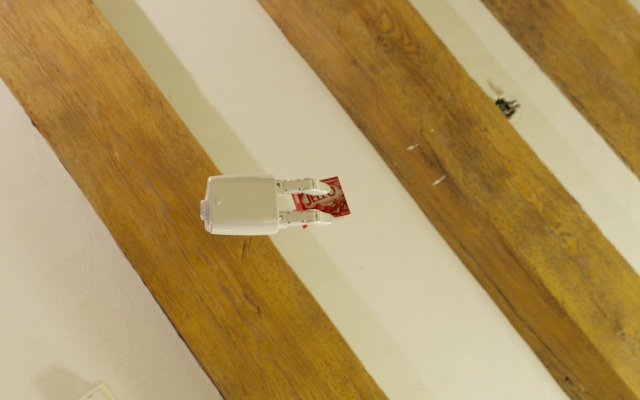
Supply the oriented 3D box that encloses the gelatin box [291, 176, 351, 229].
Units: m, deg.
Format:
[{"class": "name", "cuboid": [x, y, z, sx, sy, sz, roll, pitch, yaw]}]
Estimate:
[{"class": "gelatin box", "cuboid": [0.000, 0.003, 0.832, 0.089, 0.073, 0.030, -13, -12, -27]}]
